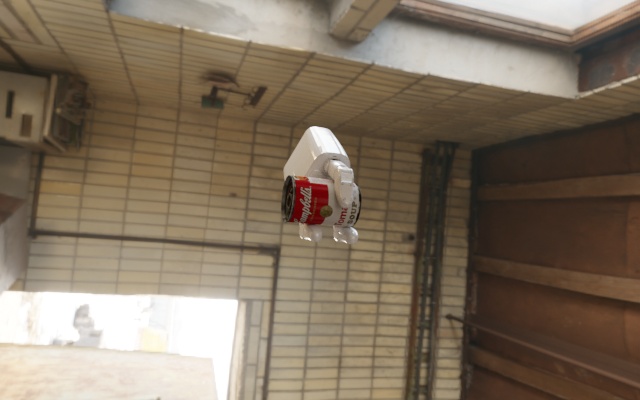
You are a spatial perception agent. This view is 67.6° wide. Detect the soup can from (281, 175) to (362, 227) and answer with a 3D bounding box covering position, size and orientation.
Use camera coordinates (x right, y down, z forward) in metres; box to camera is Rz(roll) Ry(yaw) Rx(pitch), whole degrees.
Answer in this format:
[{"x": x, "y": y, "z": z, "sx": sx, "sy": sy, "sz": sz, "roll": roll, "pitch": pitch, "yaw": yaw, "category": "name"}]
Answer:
[{"x": 0.001, "y": 0.002, "z": 0.692, "sx": 0.102, "sy": 0.068, "sz": 0.068, "roll": 6, "pitch": -2, "yaw": -18, "category": "soup can"}]
